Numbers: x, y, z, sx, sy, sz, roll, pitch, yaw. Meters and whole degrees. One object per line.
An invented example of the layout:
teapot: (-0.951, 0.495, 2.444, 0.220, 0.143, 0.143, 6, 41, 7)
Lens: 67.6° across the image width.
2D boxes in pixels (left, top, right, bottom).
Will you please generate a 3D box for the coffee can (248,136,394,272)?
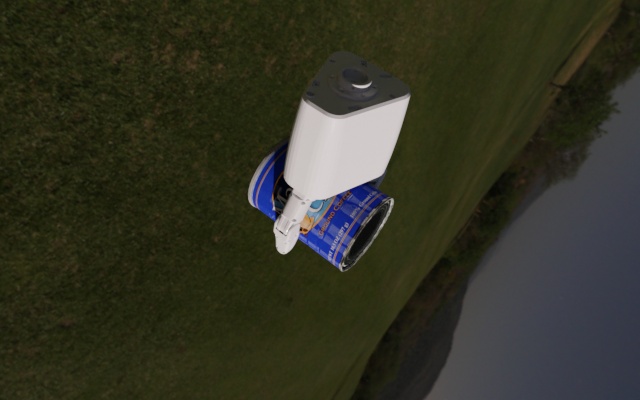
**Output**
coffee can: (0.000, 0.002, 0.566, 0.140, 0.103, 0.103, 35, 12, 17)
